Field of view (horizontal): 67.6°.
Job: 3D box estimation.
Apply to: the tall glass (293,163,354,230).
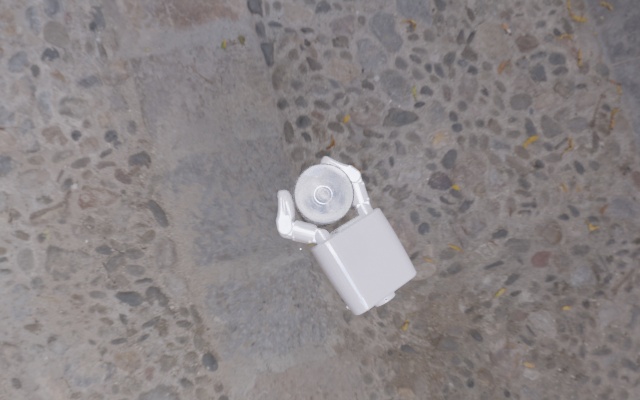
[{"bbox_3d":[0.000,0.002,0.675,0.079,0.079,0.201,0,-6,-2],"label":"tall glass"}]
